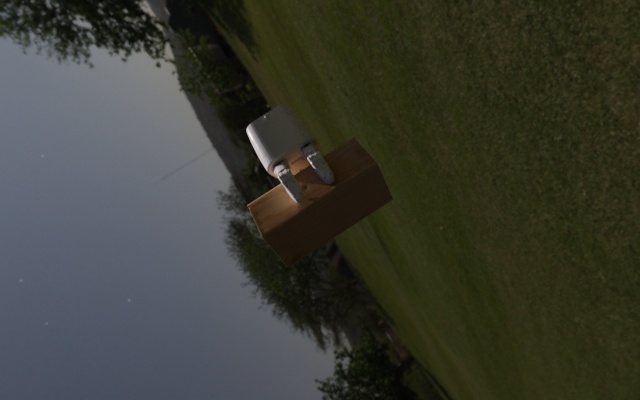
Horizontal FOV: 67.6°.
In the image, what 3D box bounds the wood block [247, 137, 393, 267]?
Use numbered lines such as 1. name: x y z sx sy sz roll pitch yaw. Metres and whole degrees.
1. wood block: 0.000 0.003 0.778 0.206 0.091 0.090 -33 44 -1
